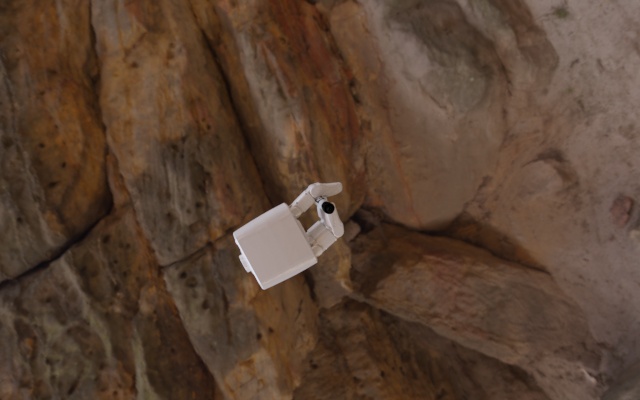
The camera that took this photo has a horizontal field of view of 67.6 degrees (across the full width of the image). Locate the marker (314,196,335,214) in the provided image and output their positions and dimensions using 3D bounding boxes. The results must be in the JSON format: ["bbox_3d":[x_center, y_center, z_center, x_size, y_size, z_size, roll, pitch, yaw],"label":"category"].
[{"bbox_3d":[0.000,0.003,0.819,0.020,0.020,0.121,0,11,-15],"label":"marker"}]
